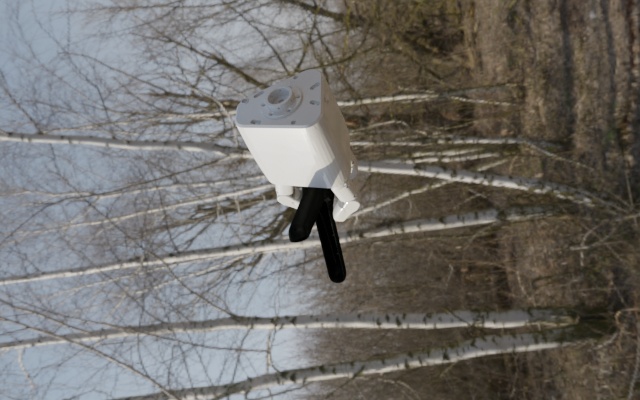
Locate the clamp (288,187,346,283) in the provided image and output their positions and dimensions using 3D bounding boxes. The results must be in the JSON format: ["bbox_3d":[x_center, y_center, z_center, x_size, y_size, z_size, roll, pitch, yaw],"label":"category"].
[{"bbox_3d":[-0.001,0.002,0.657,0.036,0.209,0.165,-11,-37,15],"label":"clamp"}]
